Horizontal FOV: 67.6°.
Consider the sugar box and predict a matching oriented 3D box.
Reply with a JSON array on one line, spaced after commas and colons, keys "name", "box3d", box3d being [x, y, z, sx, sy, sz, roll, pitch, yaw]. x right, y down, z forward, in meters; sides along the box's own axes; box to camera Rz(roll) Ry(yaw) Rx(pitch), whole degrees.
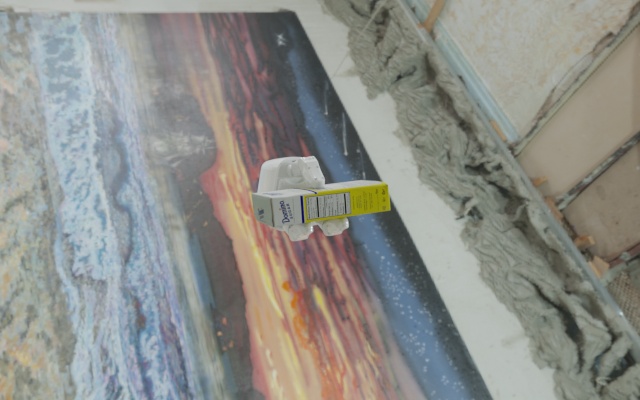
[{"name": "sugar box", "box3d": [0.000, 0.003, 0.677, 0.176, 0.048, 0.093, -10, 8, -22]}]
